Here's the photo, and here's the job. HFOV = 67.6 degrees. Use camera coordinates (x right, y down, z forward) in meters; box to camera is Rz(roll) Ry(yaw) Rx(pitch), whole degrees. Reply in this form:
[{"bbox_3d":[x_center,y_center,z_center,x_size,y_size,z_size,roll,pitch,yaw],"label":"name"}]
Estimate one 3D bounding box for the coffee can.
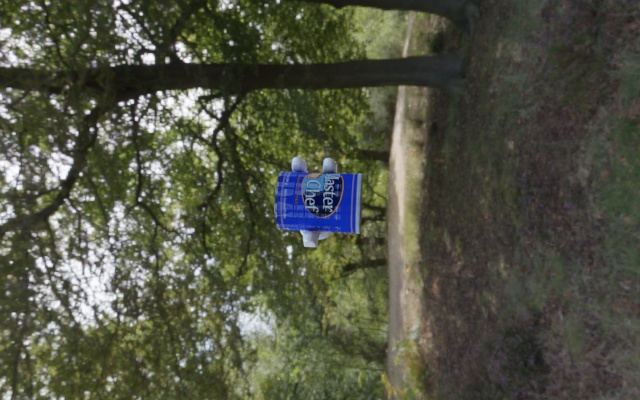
[{"bbox_3d":[0.000,0.003,0.818,0.140,0.103,0.103,2,0,6],"label":"coffee can"}]
